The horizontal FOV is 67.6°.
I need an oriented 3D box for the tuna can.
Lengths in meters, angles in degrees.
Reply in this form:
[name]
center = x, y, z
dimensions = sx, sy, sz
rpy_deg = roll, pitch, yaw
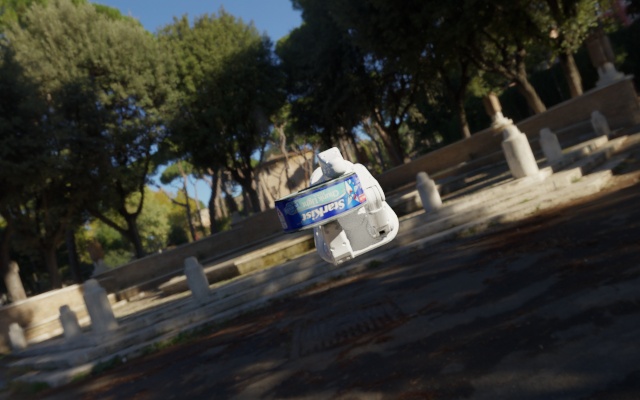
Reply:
[tuna can]
center = 0.000, 0.001, 0.457
dimensions = 0.086, 0.034, 0.086
rpy_deg = -20, 4, 1
